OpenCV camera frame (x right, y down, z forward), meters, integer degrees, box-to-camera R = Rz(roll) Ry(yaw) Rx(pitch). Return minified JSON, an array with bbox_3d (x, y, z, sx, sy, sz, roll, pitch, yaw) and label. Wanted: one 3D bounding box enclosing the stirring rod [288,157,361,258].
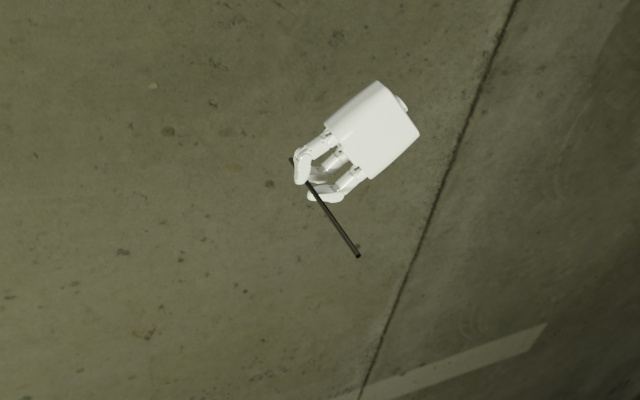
[{"bbox_3d":[0.000,0.002,0.713,0.011,0.011,0.239,0,36,-31],"label":"stirring rod"}]
